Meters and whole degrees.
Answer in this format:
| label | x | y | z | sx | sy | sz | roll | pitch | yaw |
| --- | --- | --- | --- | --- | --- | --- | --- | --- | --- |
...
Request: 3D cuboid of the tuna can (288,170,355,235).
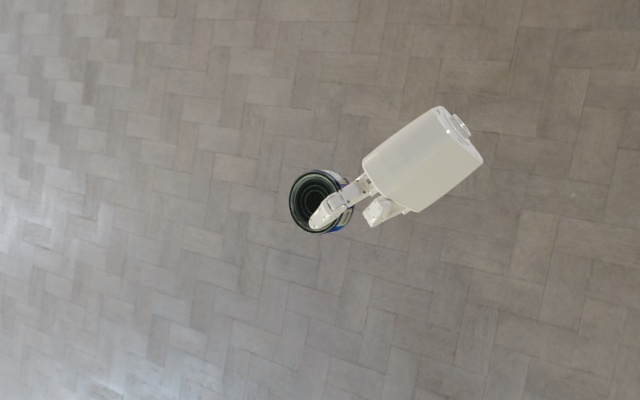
| label | x | y | z | sx | sy | sz | roll | pitch | yaw |
| --- | --- | --- | --- | --- | --- | --- | --- | --- | --- |
| tuna can | 0.000 | 0.002 | 0.629 | 0.086 | 0.086 | 0.034 | 0 | 3 | 31 |
